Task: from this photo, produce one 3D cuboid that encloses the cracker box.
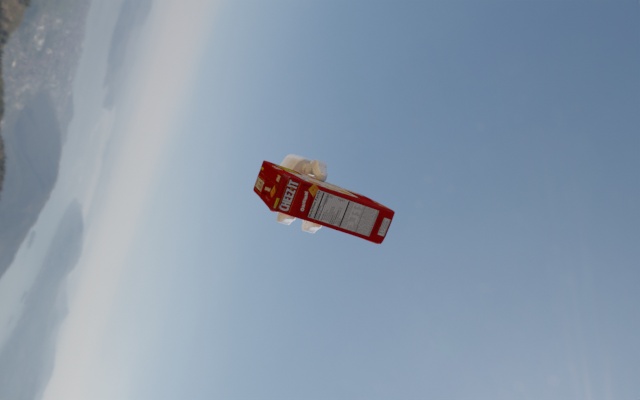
[{"bbox_3d":[0.000,0.003,0.858,0.214,0.072,0.164,18,6,-21],"label":"cracker box"}]
